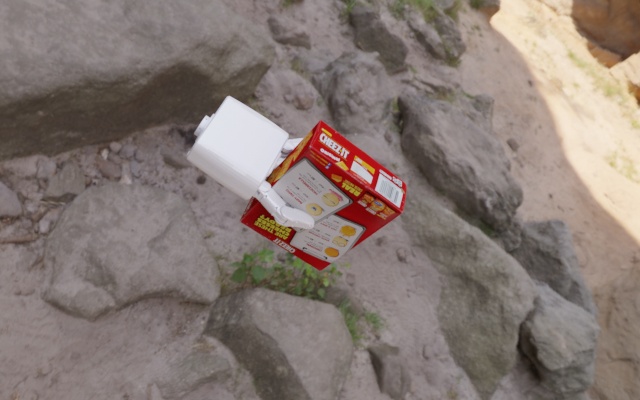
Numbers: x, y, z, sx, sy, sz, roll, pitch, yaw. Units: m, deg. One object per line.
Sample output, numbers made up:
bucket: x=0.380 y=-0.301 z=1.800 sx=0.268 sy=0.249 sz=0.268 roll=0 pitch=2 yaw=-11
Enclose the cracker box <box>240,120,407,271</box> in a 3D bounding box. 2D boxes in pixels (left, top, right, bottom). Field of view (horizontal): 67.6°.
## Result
cracker box: x=0.000 y=0.002 z=0.729 sx=0.164 sy=0.072 sz=0.214 roll=34 pitch=-45 yaw=-15
